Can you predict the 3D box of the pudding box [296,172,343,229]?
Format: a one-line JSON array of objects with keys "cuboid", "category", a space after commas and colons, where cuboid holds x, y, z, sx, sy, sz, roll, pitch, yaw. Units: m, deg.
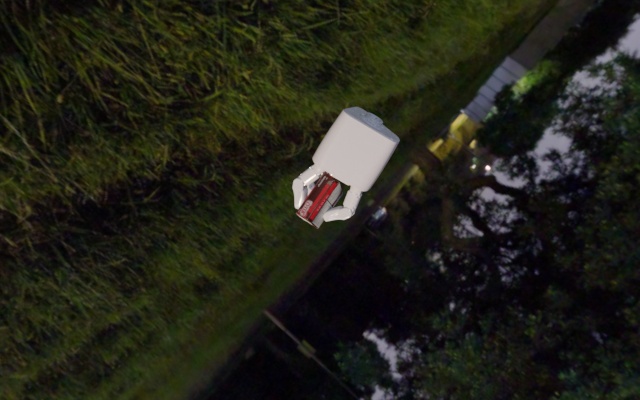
[{"cuboid": [0.000, 0.003, 0.881, 0.039, 0.090, 0.113, 35, -4, 11], "category": "pudding box"}]
